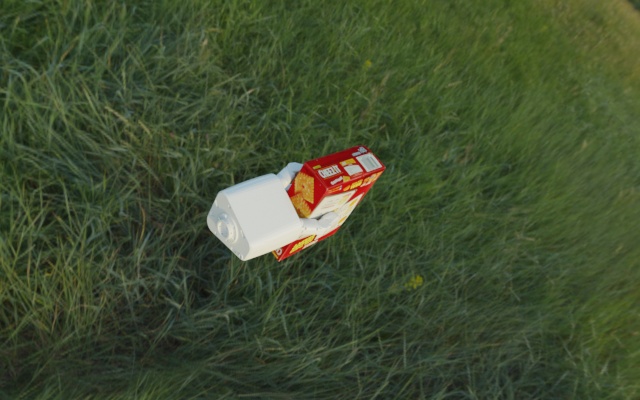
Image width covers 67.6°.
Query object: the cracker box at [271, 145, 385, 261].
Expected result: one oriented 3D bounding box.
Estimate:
[{"bbox_3d":[0.000,0.003,0.885,0.164,0.072,0.214,-22,-24,-44],"label":"cracker box"}]
